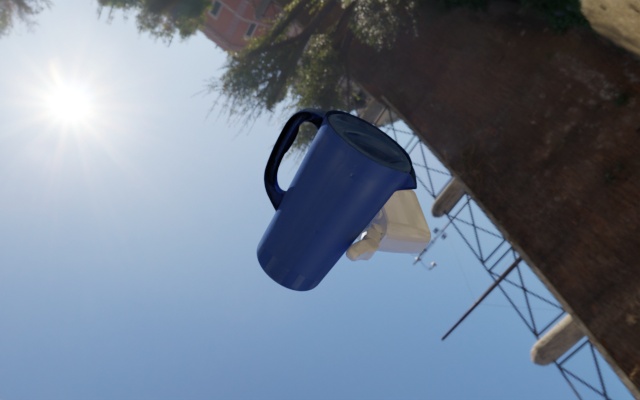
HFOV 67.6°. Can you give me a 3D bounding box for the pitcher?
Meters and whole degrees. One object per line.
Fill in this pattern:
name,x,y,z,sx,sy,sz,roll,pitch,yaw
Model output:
pitcher,0.000,0.002,0.659,0.145,0.243,0.149,10,34,-40
